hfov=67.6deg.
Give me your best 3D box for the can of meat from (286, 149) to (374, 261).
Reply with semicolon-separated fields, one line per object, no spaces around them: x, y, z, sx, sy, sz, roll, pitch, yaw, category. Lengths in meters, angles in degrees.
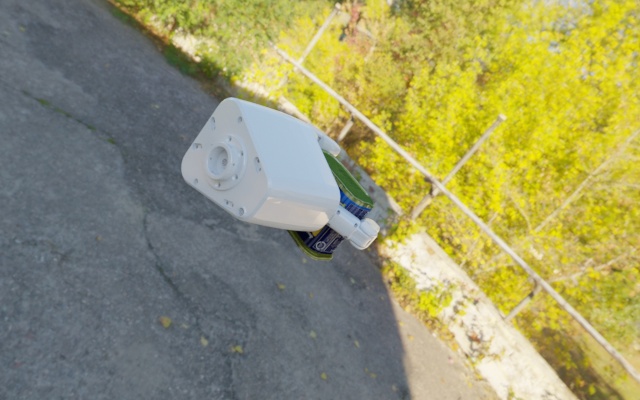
0.000;0.002;0.537;0.057;0.084;0.102;14;32;-53;can of meat
